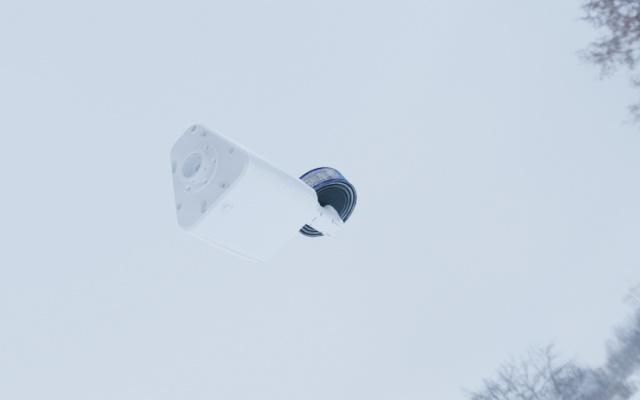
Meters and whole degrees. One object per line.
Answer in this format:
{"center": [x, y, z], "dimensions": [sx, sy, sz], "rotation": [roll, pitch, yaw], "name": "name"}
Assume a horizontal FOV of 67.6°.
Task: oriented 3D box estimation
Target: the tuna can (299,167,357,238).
{"center": [0.000, 0.002, 0.585], "dimensions": [0.086, 0.086, 0.033], "rotation": [0, 36, -37], "name": "tuna can"}
